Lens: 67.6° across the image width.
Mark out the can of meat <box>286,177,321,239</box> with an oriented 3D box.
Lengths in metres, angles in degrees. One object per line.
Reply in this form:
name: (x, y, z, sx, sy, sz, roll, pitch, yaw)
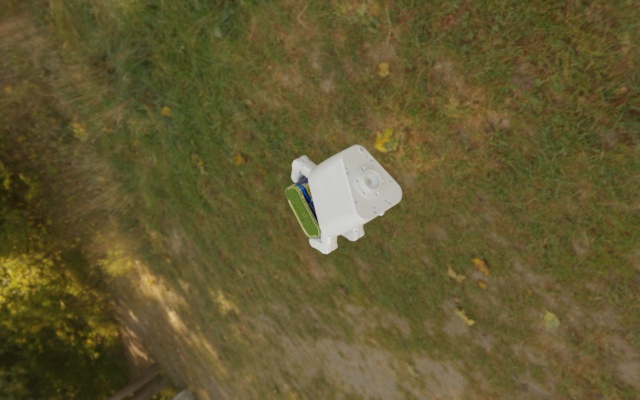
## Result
can of meat: (0.000, 0.003, 0.806, 0.084, 0.102, 0.057, -29, 2, -30)
